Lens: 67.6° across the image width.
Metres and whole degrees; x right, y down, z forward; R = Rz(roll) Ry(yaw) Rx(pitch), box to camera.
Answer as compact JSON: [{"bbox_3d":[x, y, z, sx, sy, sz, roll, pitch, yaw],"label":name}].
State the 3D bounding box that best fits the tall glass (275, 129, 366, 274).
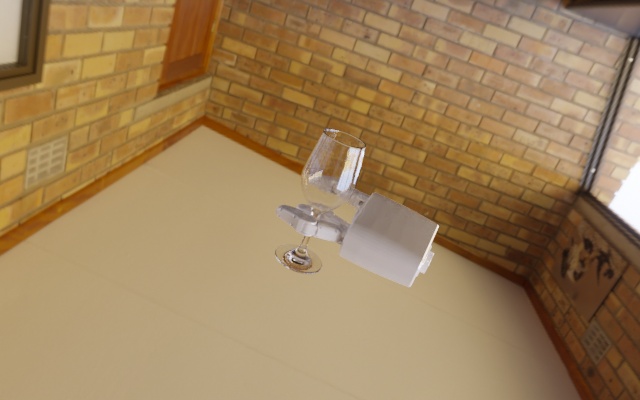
[{"bbox_3d":[0.000,0.003,0.677,0.079,0.201,0.079,17,23,-8],"label":"tall glass"}]
